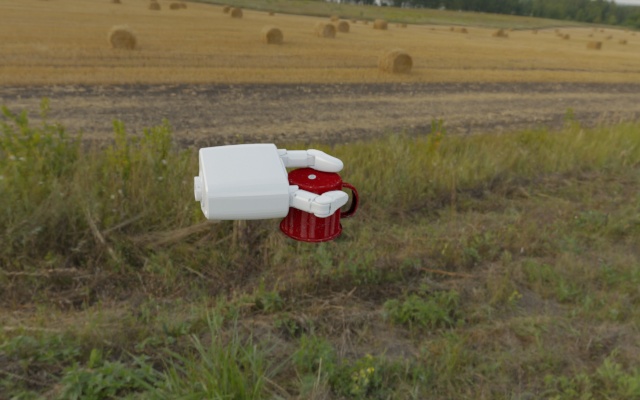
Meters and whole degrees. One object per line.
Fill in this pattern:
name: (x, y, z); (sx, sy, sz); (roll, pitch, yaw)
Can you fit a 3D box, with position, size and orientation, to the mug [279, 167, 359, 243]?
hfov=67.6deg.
mug: (0.002, 0.002, 0.687); (0.117, 0.081, 0.093); (-3, 25, -15)
